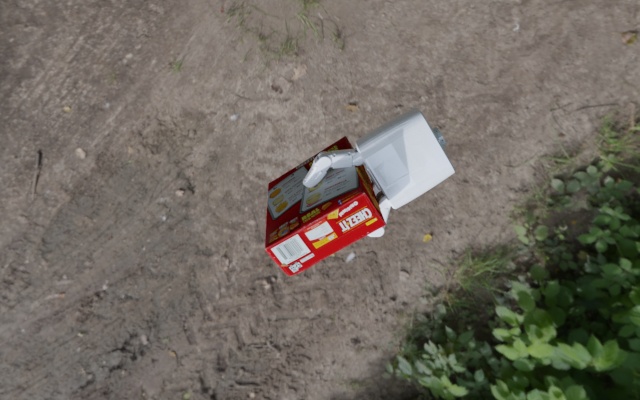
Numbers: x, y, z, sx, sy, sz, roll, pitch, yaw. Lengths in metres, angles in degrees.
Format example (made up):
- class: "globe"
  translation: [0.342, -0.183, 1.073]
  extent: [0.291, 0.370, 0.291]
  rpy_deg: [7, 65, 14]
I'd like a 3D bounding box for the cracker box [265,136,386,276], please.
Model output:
- class: "cracker box"
  translation: [0.000, 0.002, 0.750]
  extent: [0.164, 0.072, 0.213]
  rpy_deg: [-30, 26, 11]
